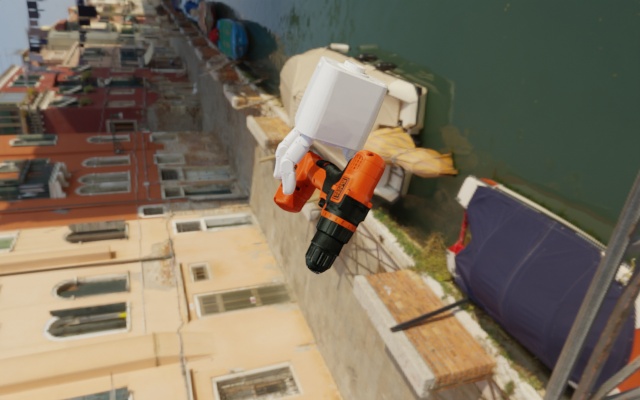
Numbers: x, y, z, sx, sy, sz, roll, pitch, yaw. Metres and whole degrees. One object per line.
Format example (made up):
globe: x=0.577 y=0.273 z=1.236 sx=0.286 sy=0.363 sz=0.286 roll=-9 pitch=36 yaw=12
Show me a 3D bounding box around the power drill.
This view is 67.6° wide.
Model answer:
power drill: x=0.000 y=0.002 z=0.716 sx=0.057 sy=0.184 sz=0.187 roll=32 pitch=-4 yaw=-33
